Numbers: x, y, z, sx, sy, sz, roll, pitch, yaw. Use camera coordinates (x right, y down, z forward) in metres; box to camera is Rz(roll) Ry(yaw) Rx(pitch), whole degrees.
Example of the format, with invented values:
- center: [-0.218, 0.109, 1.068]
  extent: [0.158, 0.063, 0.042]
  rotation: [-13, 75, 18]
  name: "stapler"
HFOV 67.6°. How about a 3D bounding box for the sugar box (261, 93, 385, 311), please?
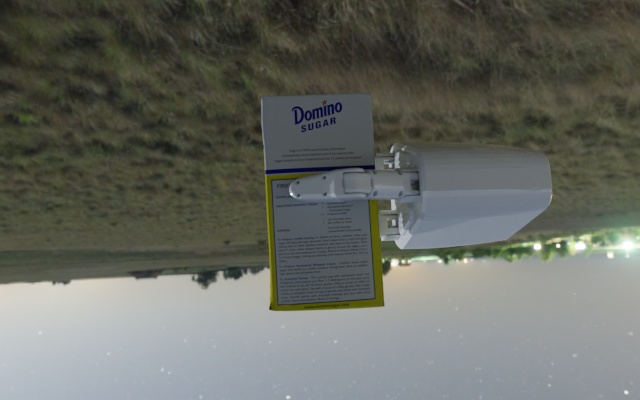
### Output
- center: [0.000, 0.001, 0.402]
  extent: [0.093, 0.176, 0.048]
  rotation: [-2, -7, -4]
  name: "sugar box"
